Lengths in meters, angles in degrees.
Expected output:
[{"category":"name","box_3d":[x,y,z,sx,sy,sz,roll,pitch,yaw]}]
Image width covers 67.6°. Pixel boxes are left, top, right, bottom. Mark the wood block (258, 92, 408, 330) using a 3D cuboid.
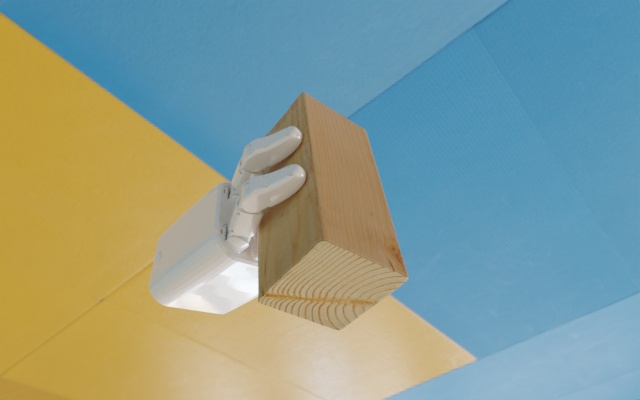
[{"category":"wood block","box_3d":[0.000,0.002,0.453,0.091,0.206,0.090,27,-56,-29]}]
